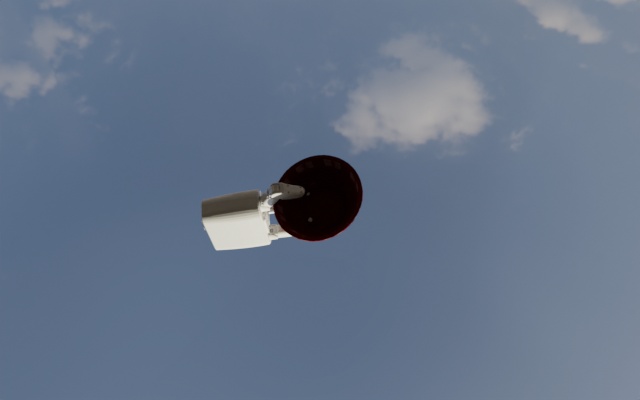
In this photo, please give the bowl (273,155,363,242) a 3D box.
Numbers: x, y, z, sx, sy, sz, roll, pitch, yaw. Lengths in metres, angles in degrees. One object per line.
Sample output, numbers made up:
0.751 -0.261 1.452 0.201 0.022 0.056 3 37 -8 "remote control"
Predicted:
0.002 0.003 0.844 0.162 0.162 0.055 0 -22 17 "bowl"
